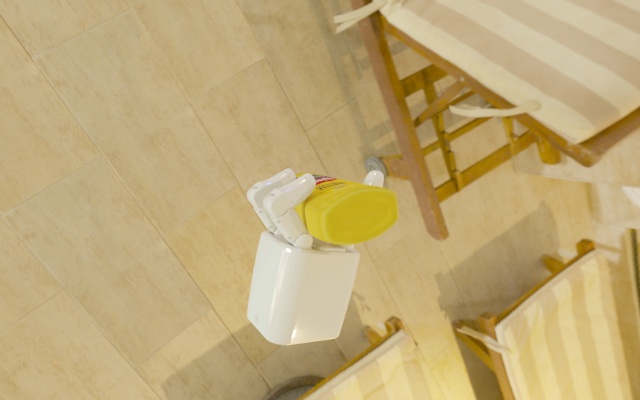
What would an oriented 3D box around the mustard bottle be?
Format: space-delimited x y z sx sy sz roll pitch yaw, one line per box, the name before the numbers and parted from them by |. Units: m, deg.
mustard bottle | 0.000 0.002 0.566 0.096 0.058 0.191 -16 16 -24
